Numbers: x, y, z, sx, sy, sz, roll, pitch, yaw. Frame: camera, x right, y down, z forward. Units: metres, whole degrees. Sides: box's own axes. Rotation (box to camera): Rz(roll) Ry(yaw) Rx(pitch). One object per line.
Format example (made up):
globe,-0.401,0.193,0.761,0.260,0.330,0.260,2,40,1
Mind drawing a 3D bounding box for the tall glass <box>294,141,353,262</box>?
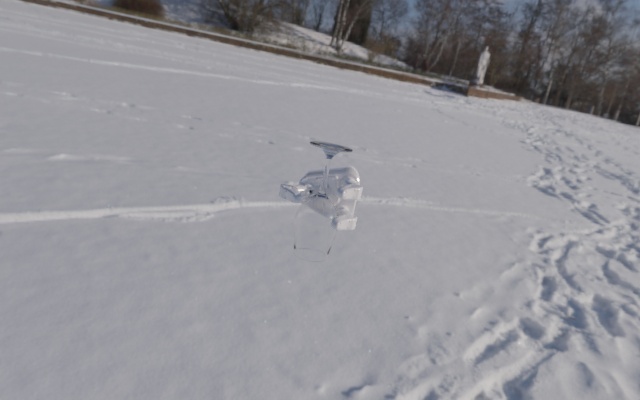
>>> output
tall glass,0.000,0.002,0.831,0.079,0.201,0.079,10,14,-3
